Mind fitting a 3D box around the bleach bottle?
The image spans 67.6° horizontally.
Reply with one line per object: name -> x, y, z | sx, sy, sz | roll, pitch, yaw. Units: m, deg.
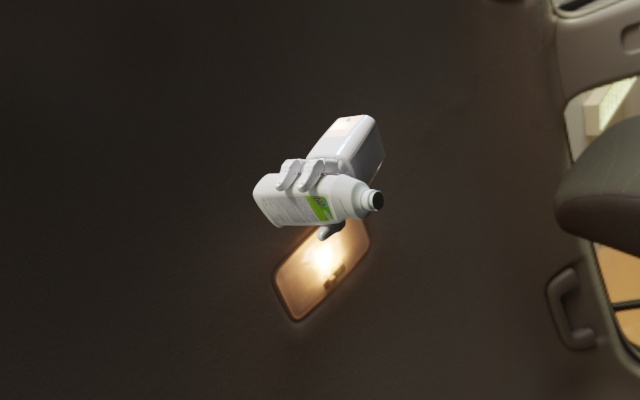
bleach bottle -> 0.000, 0.003, 0.784 | 0.251, 0.068, 0.103 | 2, -42, 45
